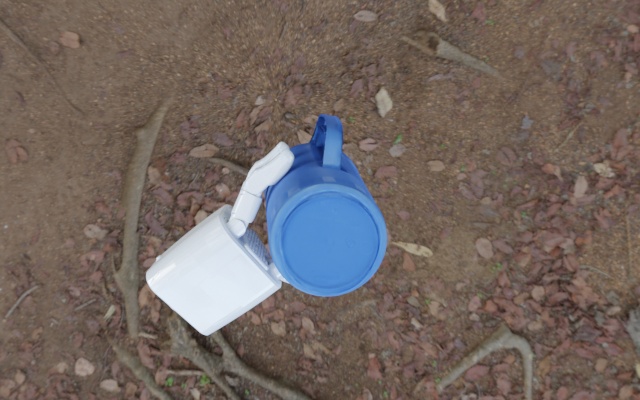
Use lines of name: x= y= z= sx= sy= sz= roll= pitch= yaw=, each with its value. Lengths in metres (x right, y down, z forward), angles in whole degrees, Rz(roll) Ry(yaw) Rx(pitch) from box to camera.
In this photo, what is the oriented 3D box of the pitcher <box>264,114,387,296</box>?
pitcher: x=0.000 y=0.002 z=0.536 sx=0.145 sy=0.149 sz=0.242 roll=-35 pitch=13 yaw=3
